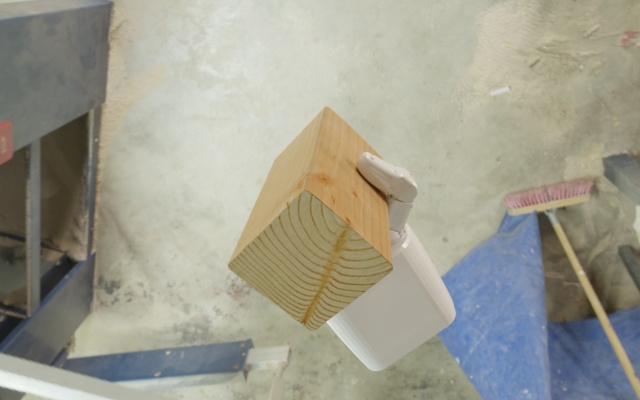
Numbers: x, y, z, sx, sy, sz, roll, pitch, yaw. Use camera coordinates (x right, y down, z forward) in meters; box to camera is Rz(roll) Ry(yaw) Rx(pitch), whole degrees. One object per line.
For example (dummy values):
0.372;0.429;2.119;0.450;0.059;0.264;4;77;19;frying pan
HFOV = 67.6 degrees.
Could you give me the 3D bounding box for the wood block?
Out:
0.001;0.002;0.435;0.091;0.090;0.206;-43;16;22;wood block
